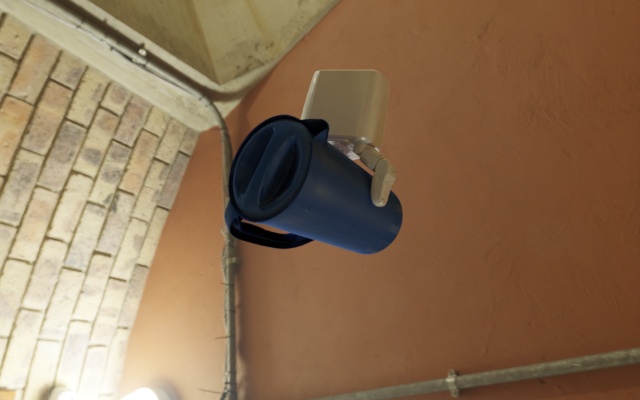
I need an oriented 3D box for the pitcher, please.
[{"bbox_3d":[0.000,0.002,0.639,0.149,0.145,0.243,0,-18,39],"label":"pitcher"}]
